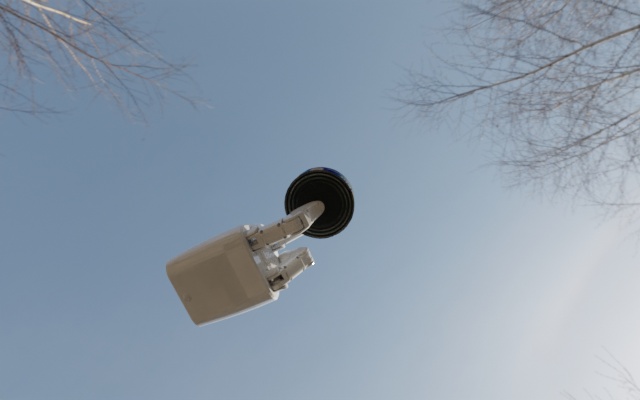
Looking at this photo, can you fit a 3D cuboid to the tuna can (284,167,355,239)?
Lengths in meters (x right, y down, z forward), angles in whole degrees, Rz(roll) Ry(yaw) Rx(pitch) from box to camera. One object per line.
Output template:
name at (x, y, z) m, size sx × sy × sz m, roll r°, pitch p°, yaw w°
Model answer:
tuna can at (0.000, 0.002, 0.593) m, size 0.086 × 0.086 × 0.033 m, roll 0°, pitch 13°, yaw 6°
